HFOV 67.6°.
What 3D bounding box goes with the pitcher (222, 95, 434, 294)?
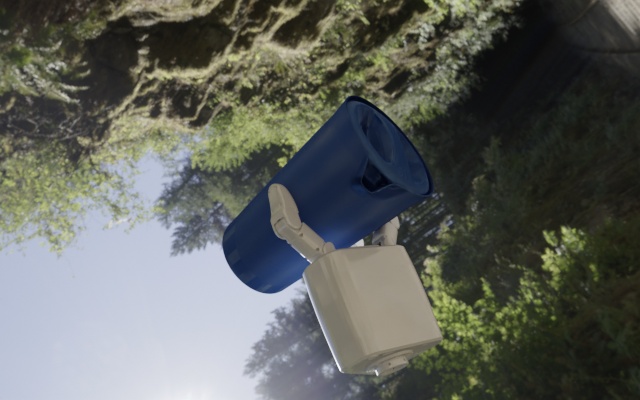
[{"bbox_3d":[0.000,0.002,0.559,0.243,0.145,0.149,-40,-33,28],"label":"pitcher"}]
